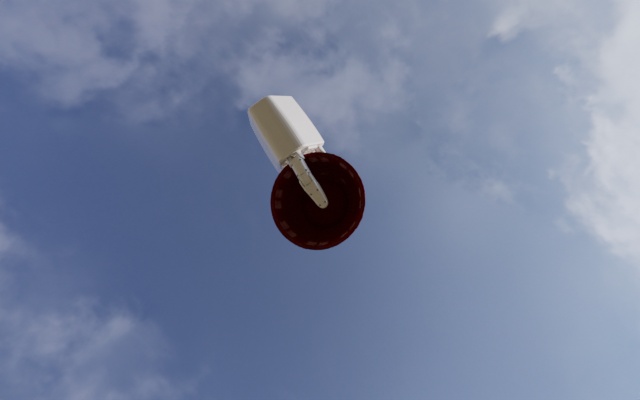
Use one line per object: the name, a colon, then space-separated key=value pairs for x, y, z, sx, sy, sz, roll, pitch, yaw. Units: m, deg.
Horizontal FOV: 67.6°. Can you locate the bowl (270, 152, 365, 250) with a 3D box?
bowl: x=0.001 y=0.004 z=0.804 sx=0.162 sy=0.162 sz=0.055 roll=0 pitch=-6 yaw=15
